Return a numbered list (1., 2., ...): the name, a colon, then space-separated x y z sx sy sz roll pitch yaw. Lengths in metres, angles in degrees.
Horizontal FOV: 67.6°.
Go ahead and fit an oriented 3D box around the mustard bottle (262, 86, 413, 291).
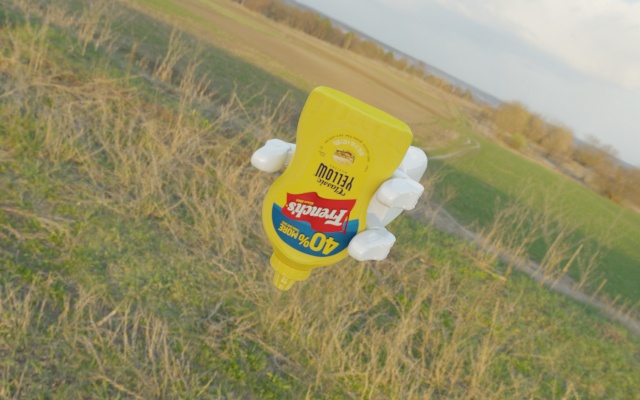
1. mustard bottle: 0.000 0.001 0.438 0.096 0.192 0.058 24 19 -5
